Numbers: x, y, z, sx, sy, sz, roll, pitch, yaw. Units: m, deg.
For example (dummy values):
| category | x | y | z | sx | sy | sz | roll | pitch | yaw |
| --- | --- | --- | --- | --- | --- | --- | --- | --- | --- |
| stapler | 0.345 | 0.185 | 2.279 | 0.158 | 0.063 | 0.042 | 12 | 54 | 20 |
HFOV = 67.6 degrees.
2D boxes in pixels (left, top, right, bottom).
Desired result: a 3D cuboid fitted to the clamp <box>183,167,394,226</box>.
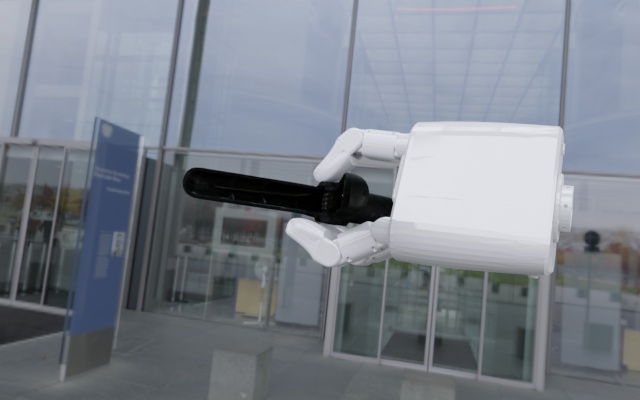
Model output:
| category | x | y | z | sx | sy | sz | roll | pitch | yaw |
| --- | --- | --- | --- | --- | --- | --- | --- | --- | --- |
| clamp | 0.001 | 0.001 | 0.415 | 0.164 | 0.036 | 0.210 | 6 | -4 | 29 |
